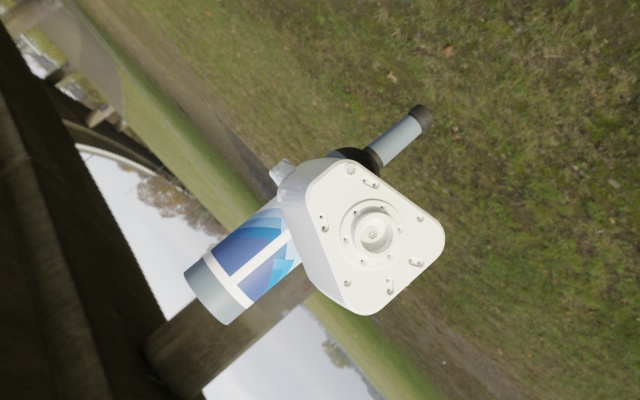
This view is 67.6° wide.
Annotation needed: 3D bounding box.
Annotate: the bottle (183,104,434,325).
[{"bbox_3d":[0.000,0.002,0.485,0.295,0.069,0.069,-40,7,-9],"label":"bottle"}]
